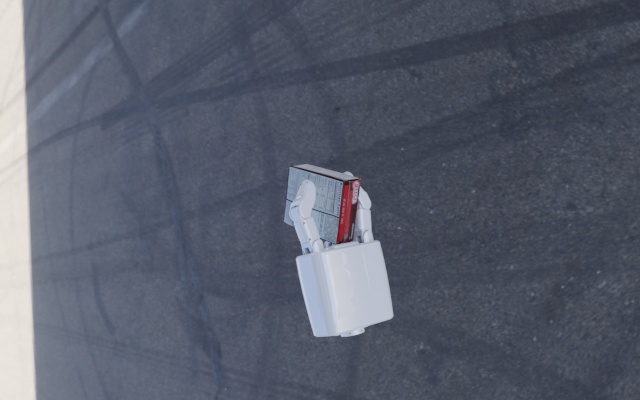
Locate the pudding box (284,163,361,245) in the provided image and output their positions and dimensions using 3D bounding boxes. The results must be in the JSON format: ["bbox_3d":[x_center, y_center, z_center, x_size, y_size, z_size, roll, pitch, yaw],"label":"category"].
[{"bbox_3d":[0.000,0.002,0.661,0.113,0.090,0.039,19,17,41],"label":"pudding box"}]
